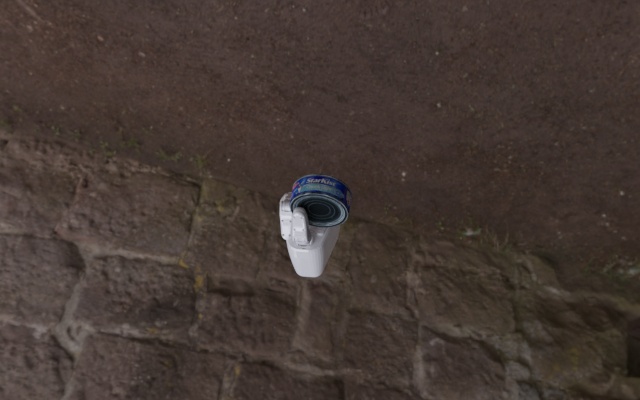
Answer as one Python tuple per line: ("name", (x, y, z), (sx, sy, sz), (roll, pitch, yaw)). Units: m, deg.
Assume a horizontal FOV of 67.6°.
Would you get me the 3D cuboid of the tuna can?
("tuna can", (0.000, 0.003, 0.671), (0.086, 0.033, 0.086), (7, -35, 5))
